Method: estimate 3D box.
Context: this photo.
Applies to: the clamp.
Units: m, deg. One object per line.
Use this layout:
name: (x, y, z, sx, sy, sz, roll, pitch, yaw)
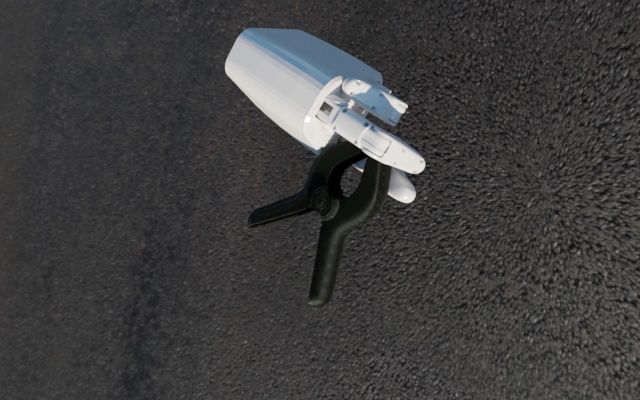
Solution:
clamp: (0.000, 0.001, 0.450, 0.120, 0.171, 0.039, 37, 16, 20)
